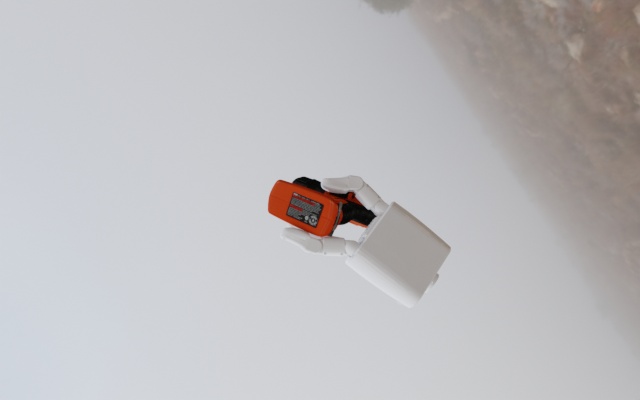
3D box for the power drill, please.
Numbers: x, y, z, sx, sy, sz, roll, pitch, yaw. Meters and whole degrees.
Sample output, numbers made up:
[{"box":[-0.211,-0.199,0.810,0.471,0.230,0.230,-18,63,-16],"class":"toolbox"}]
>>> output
[{"box":[0.000,0.003,0.735,0.184,0.057,0.187,20,11,25],"class":"power drill"}]
